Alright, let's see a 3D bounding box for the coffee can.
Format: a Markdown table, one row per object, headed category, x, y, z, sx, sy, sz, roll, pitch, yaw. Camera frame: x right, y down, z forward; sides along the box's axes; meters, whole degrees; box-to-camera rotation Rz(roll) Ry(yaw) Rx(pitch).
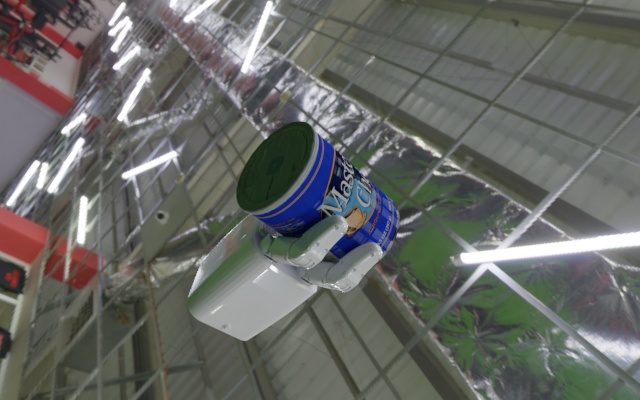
| category | x | y | z | sx | sy | sz | roll | pitch | yaw |
| --- | --- | --- | --- | --- | --- | --- | --- | --- | --- |
| coffee can | 0.000 | 0.001 | 0.490 | 0.103 | 0.102 | 0.140 | 0 | -31 | 48 |
